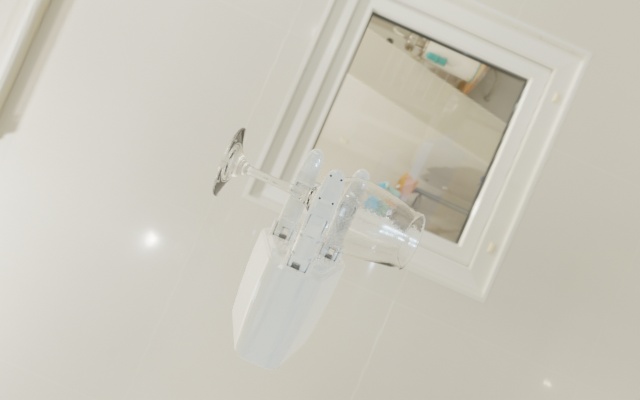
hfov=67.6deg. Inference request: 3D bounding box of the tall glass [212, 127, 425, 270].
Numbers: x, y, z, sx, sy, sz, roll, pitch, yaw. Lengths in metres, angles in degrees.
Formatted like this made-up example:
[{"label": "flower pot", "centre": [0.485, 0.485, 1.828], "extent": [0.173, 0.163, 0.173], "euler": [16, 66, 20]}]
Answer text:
[{"label": "tall glass", "centre": [-0.001, 0.001, 0.477], "extent": [0.201, 0.079, 0.079], "euler": [23, 0, -1]}]
